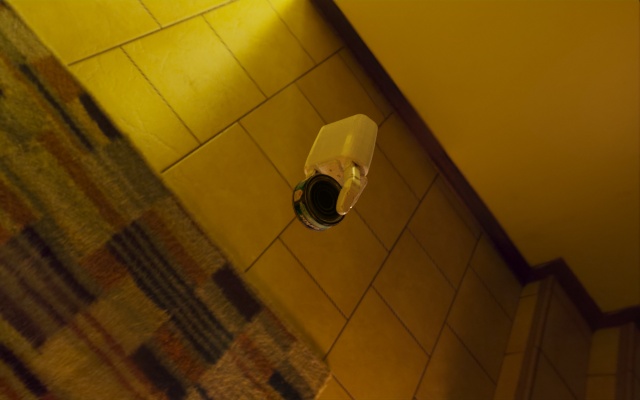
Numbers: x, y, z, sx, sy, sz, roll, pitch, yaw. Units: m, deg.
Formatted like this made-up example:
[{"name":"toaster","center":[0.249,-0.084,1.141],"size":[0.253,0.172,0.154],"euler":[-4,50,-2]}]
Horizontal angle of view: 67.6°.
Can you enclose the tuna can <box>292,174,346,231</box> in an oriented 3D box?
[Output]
[{"name":"tuna can","center":[0.000,0.002,0.738],"size":[0.086,0.086,0.034],"euler":[0,-16,-39]}]
